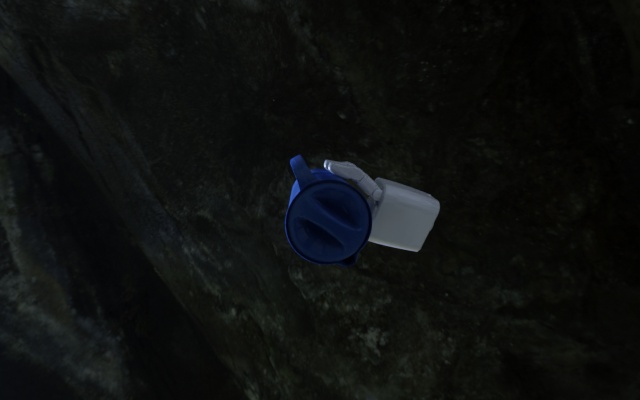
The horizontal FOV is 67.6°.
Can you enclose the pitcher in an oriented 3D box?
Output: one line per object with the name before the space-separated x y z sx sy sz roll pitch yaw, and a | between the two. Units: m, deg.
pitcher | 0.000 0.003 0.830 0.145 0.149 0.242 15 10 -8
